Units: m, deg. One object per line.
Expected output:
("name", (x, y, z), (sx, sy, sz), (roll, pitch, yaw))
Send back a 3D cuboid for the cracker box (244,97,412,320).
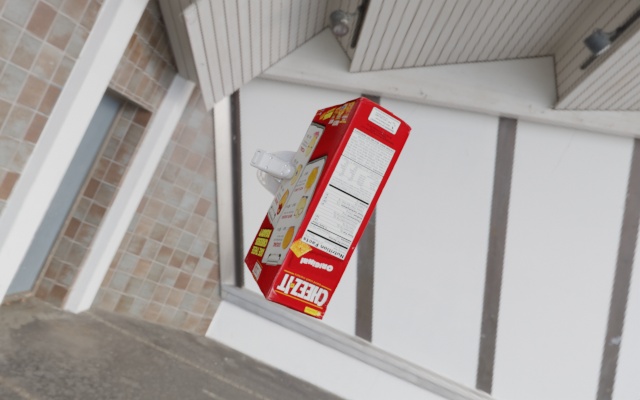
("cracker box", (0.000, 0.002, 0.530), (0.072, 0.213, 0.164), (26, -1, -17))
